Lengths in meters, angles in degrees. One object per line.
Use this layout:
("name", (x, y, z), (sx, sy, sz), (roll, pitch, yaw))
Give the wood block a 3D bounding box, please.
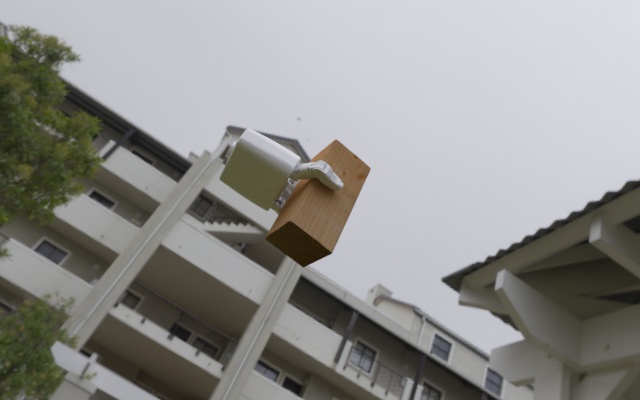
("wood block", (0.000, 0.002, 0.842), (0.090, 0.206, 0.091), (39, -39, -14))
